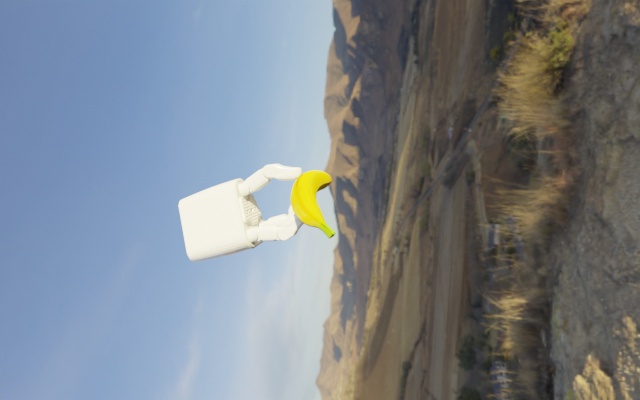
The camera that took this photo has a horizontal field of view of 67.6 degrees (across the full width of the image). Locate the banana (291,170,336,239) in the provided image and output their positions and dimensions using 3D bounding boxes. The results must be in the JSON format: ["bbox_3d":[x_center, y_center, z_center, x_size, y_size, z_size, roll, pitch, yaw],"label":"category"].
[{"bbox_3d":[-0.013,-0.008,0.728,0.037,0.070,0.197,-41,20,19],"label":"banana"}]
